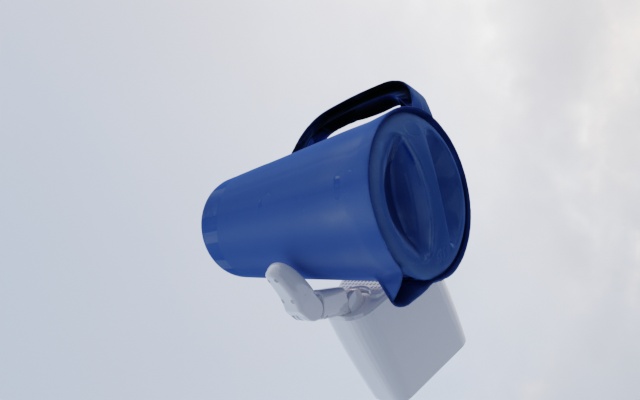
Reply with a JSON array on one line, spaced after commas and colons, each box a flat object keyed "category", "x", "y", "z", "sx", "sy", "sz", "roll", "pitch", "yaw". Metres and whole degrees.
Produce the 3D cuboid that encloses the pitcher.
[{"category": "pitcher", "x": 0.000, "y": 0.002, "z": 0.436, "sx": 0.243, "sy": 0.145, "sz": 0.149, "roll": -11, "pitch": 21, "yaw": 44}]
